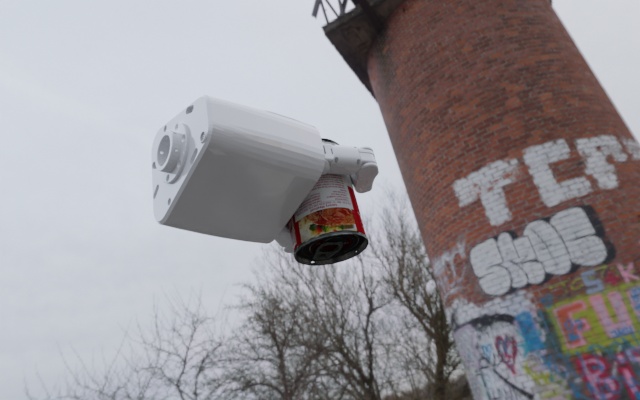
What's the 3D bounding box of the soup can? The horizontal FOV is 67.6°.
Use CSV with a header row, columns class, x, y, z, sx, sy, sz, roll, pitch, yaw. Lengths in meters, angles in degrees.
class,x,y,z,sx,sy,sz,roll,pitch,yaw
soup can,0.000,0.001,0.450,0.068,0.102,0.068,-10,-28,-5
